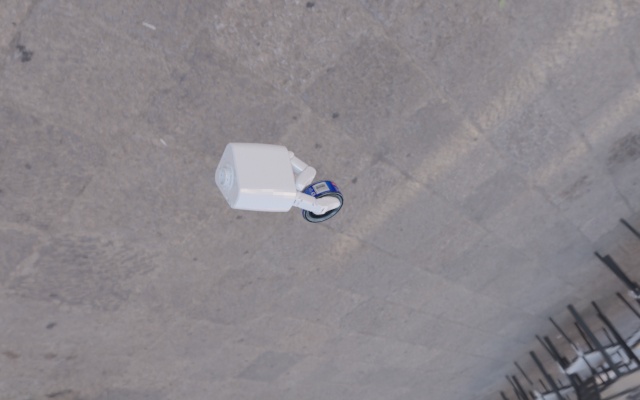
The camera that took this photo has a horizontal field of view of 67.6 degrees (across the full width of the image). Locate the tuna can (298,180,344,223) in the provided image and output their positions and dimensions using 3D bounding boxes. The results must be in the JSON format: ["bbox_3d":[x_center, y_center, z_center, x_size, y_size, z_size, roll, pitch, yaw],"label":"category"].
[{"bbox_3d":[0.000,0.003,0.899,0.086,0.033,0.086,-20,-36,-15],"label":"tuna can"}]
